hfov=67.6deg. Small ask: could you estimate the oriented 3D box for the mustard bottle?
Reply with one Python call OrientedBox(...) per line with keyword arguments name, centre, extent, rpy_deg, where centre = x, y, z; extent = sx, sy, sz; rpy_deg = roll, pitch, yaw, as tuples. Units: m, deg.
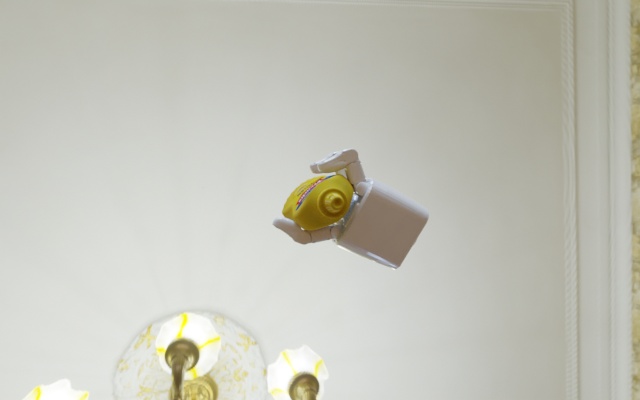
OrientedBox(name="mustard bottle", centre=(0.000, 0.002, 0.705), extent=(0.096, 0.058, 0.191), rpy_deg=(-41, 10, -10))
